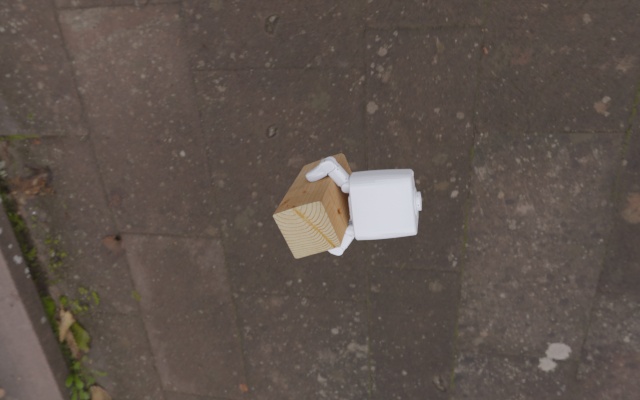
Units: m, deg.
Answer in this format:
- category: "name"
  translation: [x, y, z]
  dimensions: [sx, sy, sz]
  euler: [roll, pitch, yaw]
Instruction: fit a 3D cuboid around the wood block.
- category: "wood block"
  translation: [0.000, 0.003, 0.862]
  dimensions: [0.090, 0.091, 0.206]
  euler: [-17, 21, 21]
